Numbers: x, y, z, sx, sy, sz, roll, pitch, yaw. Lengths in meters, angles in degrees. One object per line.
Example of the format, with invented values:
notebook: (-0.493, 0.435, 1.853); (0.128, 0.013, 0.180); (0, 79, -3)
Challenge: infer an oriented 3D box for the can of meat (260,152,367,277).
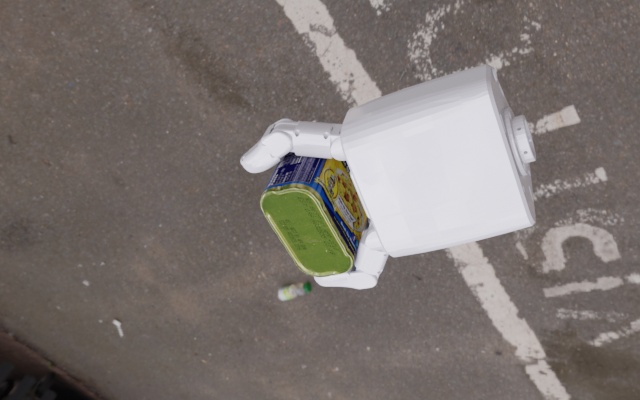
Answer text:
can of meat: (0.000, 0.001, 0.402); (0.057, 0.102, 0.084); (-12, 36, 27)
